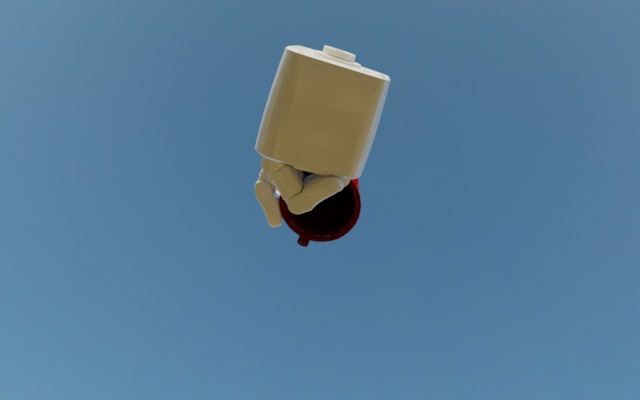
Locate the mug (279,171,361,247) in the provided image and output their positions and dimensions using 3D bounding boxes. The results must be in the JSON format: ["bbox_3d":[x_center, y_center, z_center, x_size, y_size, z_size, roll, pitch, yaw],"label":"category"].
[{"bbox_3d":[0.000,0.003,0.578,0.093,0.117,0.081,20,21,0],"label":"mug"}]
